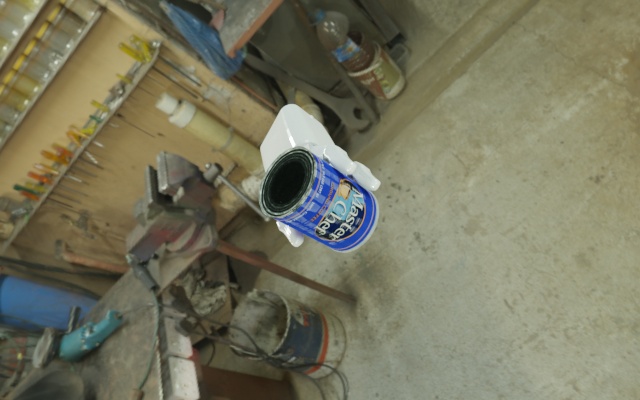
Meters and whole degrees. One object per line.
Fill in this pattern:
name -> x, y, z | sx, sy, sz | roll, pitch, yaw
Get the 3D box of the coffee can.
coffee can -> 0.000, 0.002, 0.663 | 0.103, 0.102, 0.140 | 0, -23, 44
